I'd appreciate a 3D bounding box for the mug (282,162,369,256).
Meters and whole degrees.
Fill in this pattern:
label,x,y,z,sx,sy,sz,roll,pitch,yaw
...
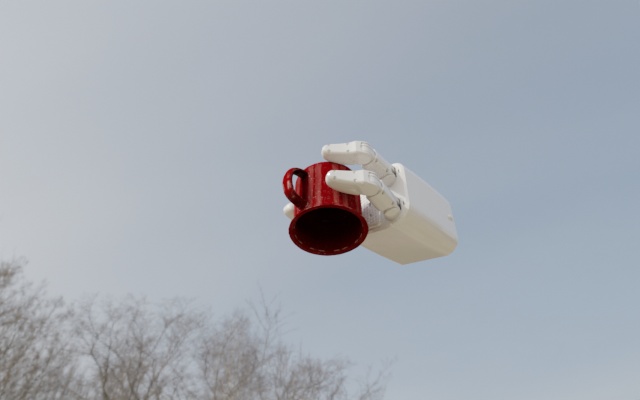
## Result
label,x,y,z,sx,sy,sz,roll,pitch,yaw
mug,-0.001,0.001,0.574,0.117,0.081,0.093,32,-53,-30
